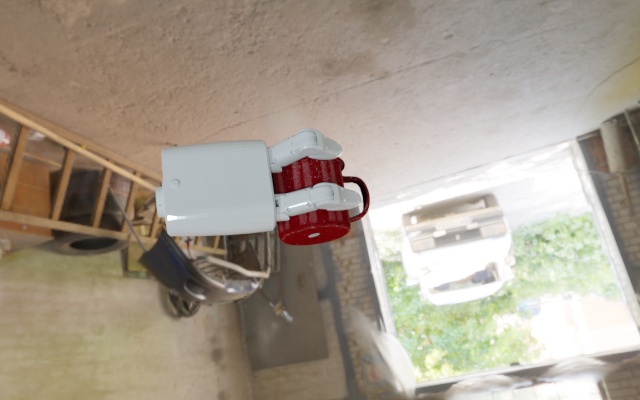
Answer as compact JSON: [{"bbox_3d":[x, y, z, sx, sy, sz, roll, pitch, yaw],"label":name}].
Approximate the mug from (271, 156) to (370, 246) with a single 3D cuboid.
[{"bbox_3d":[0.001,0.002,0.545,0.117,0.081,0.093,-4,-19,-15],"label":"mug"}]
